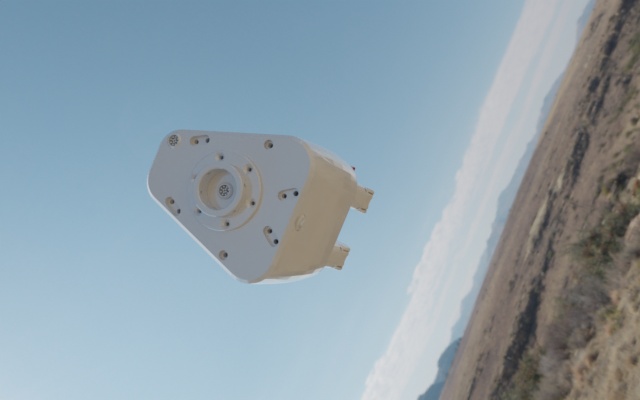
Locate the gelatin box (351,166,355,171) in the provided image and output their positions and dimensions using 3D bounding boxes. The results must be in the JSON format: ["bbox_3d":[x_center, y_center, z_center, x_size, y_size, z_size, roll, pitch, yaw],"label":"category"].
[{"bbox_3d":[0.000,0.001,0.458,0.030,0.073,0.089,22,15,13],"label":"gelatin box"}]
